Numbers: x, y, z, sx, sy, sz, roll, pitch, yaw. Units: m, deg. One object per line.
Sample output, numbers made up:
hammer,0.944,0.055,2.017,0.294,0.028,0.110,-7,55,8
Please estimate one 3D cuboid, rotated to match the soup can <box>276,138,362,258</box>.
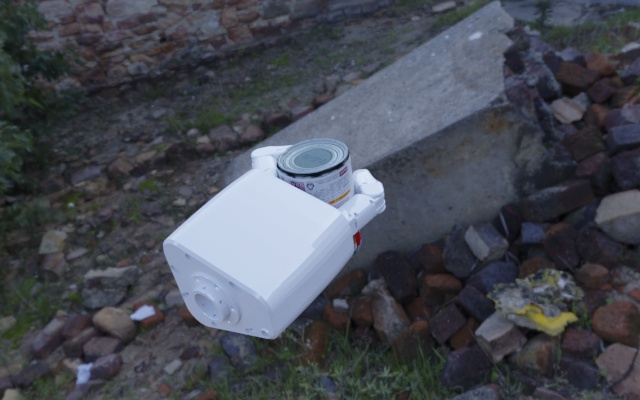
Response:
soup can,0.000,0.001,0.452,0.068,0.102,0.068,-7,33,5
